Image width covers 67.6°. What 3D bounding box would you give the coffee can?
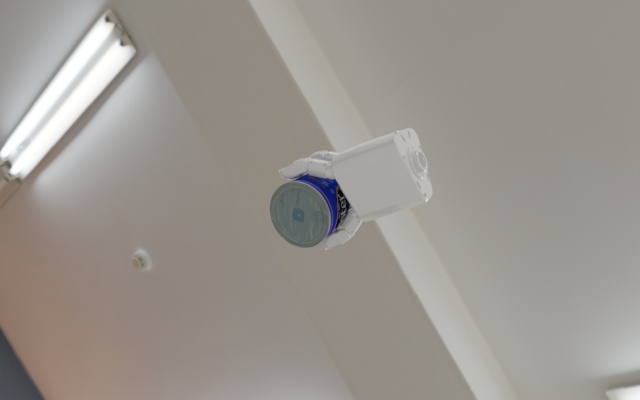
[{"bbox_3d":[0.000,0.003,0.762,0.103,0.103,0.140,0,17,30],"label":"coffee can"}]
